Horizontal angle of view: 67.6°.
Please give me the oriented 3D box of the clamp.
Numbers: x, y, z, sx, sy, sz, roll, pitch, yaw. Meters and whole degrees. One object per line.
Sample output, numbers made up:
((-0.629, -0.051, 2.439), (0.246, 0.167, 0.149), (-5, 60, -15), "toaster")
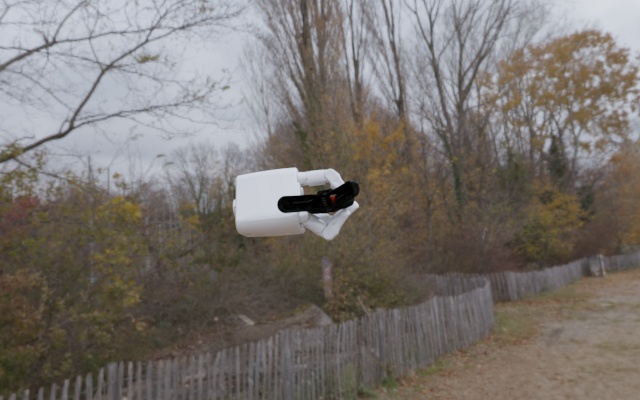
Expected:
((0.000, 0.002, 0.745), (0.120, 0.039, 0.171), (-6, -9, 3), "clamp")
